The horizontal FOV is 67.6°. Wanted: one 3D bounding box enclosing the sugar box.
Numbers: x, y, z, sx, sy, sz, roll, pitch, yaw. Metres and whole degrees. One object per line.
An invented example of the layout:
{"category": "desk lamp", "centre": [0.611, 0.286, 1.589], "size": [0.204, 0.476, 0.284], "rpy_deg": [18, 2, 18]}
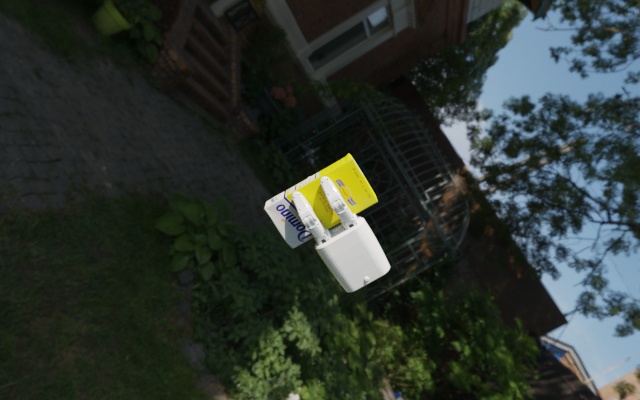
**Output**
{"category": "sugar box", "centre": [0.000, 0.003, 0.834], "size": [0.176, 0.093, 0.048], "rpy_deg": [-31, 16, 7]}
